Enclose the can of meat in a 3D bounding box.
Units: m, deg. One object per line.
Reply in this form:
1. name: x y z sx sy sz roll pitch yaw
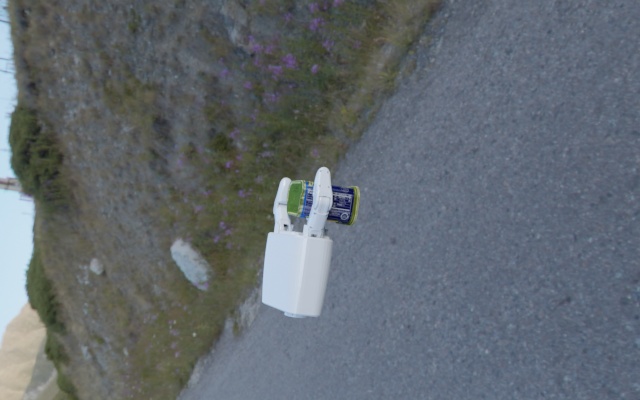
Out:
1. can of meat: 0.000 0.002 0.700 0.084 0.057 0.102 8 -1 -15
